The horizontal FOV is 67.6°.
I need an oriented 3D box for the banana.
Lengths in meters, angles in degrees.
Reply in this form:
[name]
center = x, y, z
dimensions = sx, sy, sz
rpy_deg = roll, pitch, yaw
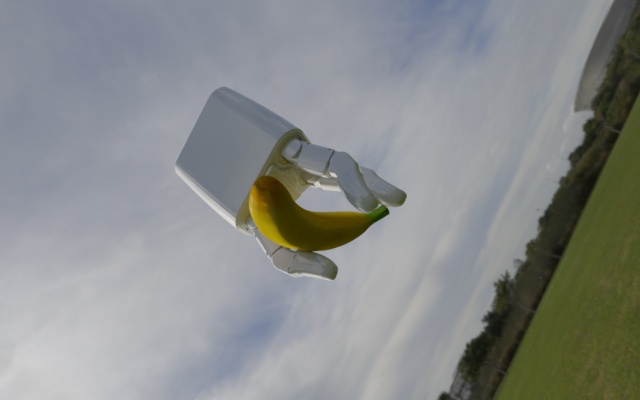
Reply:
[banana]
center = -0.009, 0.016, 0.420
dimensions = 0.037, 0.070, 0.198
rpy_deg = 47, 19, 27
